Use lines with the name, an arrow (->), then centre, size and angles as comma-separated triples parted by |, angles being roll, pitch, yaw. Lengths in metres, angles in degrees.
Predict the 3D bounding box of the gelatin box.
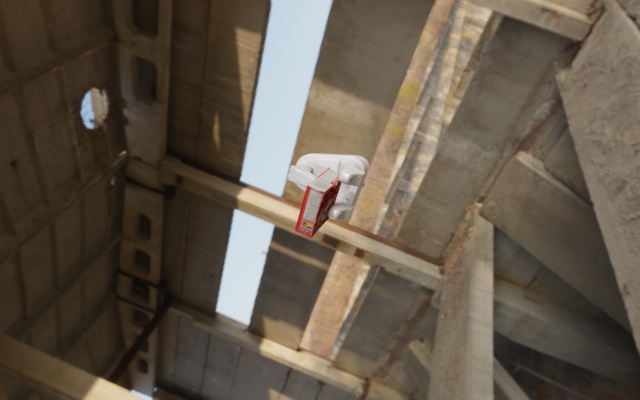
gelatin box -> 0.000, 0.002, 0.682 | 0.030, 0.073, 0.089 | 23, 25, 12
